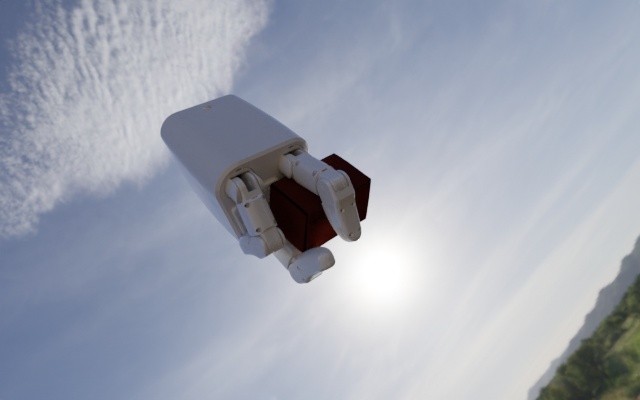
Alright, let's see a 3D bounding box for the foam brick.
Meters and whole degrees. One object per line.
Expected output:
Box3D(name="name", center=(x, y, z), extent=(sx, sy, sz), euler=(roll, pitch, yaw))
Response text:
Box3D(name="foam brick", center=(0.000, 0.001, 0.436), extent=(0.078, 0.053, 0.051), euler=(-28, 51, -32))
